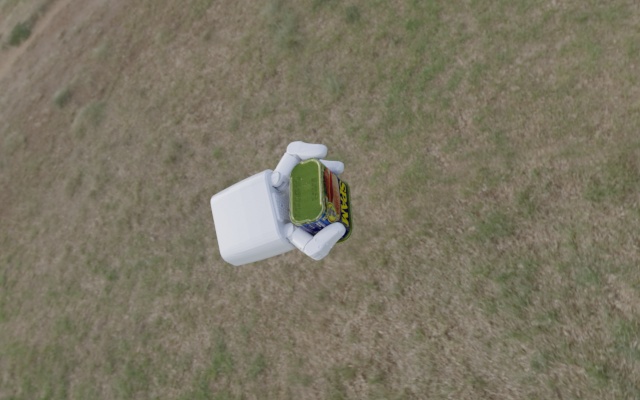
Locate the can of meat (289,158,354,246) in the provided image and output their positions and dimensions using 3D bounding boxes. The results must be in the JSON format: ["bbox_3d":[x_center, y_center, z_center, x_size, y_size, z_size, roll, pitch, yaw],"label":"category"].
[{"bbox_3d":[0.000,0.002,0.667,0.057,0.102,0.084,-17,-31,25],"label":"can of meat"}]
